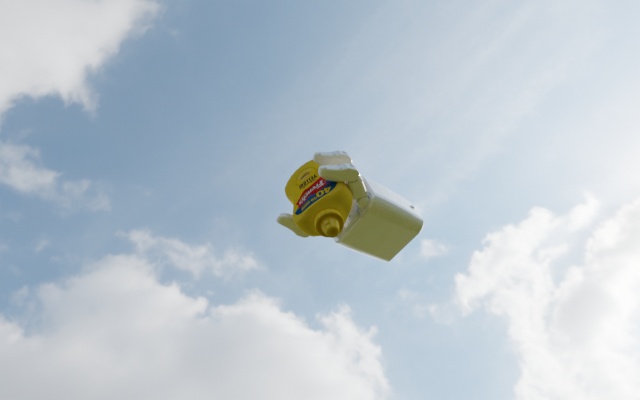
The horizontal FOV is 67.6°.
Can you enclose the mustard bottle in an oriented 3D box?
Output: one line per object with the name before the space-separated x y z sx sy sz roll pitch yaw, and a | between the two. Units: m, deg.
mustard bottle | 0.000 0.002 0.729 0.096 0.058 0.191 -35 28 7
